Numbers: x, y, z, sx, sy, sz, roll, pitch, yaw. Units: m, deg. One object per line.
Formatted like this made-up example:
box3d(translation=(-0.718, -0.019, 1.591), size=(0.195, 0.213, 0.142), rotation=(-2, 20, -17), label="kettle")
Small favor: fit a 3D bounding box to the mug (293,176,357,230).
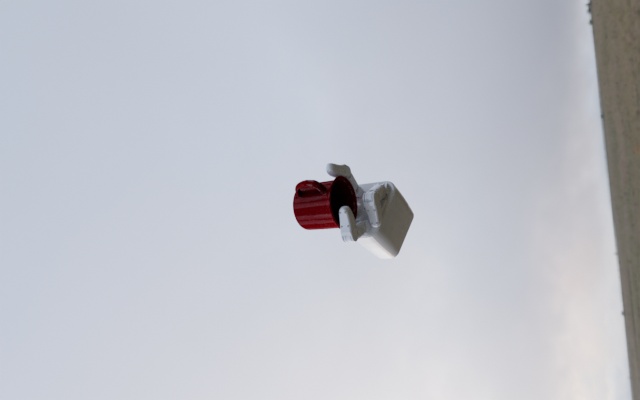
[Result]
box3d(translation=(-0.001, 0.002, 0.815), size=(0.081, 0.093, 0.117), rotation=(-7, -33, 33), label="mug")
